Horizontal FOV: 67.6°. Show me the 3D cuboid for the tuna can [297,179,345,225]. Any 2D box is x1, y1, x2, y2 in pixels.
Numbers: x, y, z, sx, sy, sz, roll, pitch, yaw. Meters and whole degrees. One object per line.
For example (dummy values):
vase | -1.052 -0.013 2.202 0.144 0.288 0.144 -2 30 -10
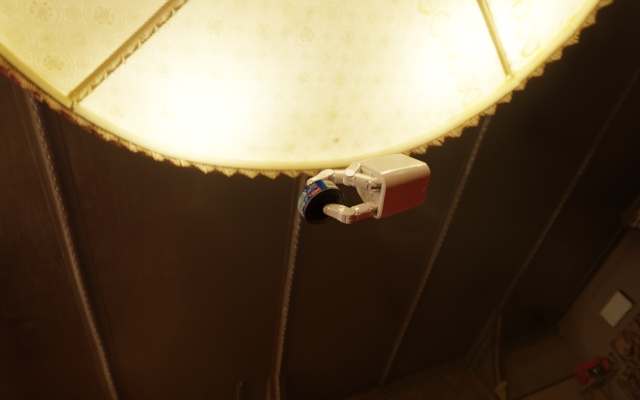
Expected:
tuna can | 0.000 0.003 0.894 0.086 0.086 0.033 0 37 -37
